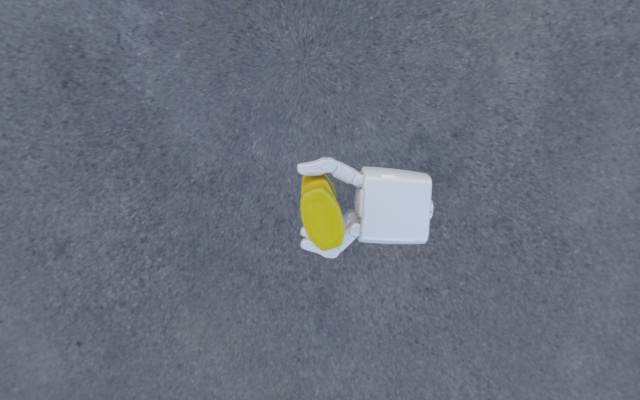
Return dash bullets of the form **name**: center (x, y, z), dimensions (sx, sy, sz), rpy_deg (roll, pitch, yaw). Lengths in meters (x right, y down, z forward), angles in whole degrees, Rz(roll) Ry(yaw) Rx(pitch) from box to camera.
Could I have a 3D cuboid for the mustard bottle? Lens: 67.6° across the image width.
- **mustard bottle**: center (0.000, 0.003, 0.761), dimensions (0.058, 0.096, 0.191), rpy_deg (-19, 16, 4)
